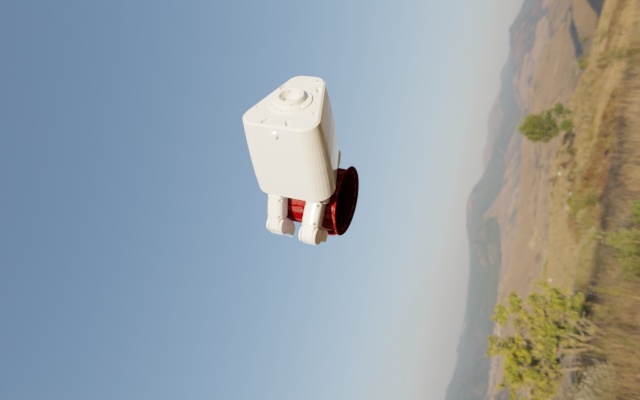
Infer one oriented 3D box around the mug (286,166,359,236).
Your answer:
[{"bbox_3d":[0.000,0.003,0.651,0.081,0.117,0.093,11,48,20],"label":"mug"}]
